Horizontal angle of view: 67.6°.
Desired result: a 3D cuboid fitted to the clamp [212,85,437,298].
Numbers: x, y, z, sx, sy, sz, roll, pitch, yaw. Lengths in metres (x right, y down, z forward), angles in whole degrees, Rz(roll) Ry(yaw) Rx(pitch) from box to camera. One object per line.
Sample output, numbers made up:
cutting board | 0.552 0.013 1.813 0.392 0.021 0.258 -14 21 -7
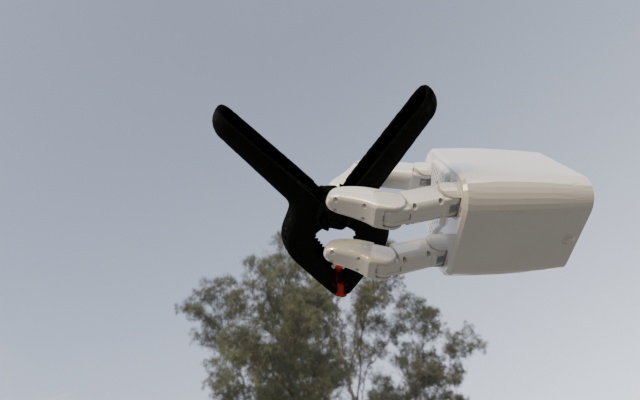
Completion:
clamp | 0.000 0.001 0.404 0.164 0.210 0.036 1 38 -2
